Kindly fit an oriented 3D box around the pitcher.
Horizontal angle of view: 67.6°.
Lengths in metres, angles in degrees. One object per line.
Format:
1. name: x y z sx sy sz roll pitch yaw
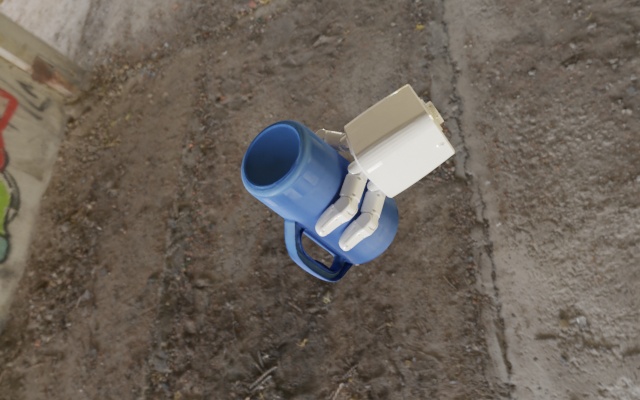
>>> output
1. pitcher: 0.000 0.002 0.670 0.145 0.149 0.243 -33 -38 16
